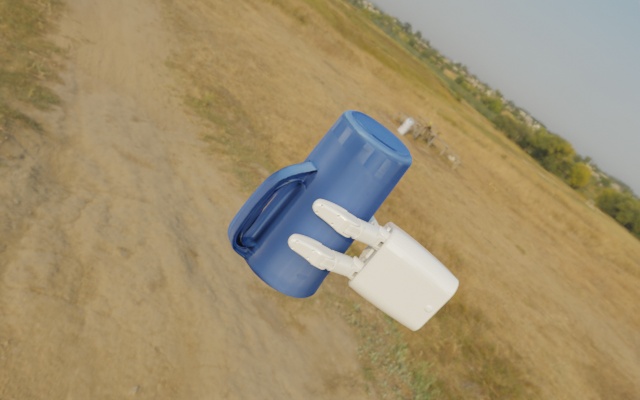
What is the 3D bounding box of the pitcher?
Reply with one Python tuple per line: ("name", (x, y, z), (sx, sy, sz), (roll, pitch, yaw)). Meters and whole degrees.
("pitcher", (0.000, 0.002, 0.632), (0.145, 0.243, 0.149), (38, 21, 2))
